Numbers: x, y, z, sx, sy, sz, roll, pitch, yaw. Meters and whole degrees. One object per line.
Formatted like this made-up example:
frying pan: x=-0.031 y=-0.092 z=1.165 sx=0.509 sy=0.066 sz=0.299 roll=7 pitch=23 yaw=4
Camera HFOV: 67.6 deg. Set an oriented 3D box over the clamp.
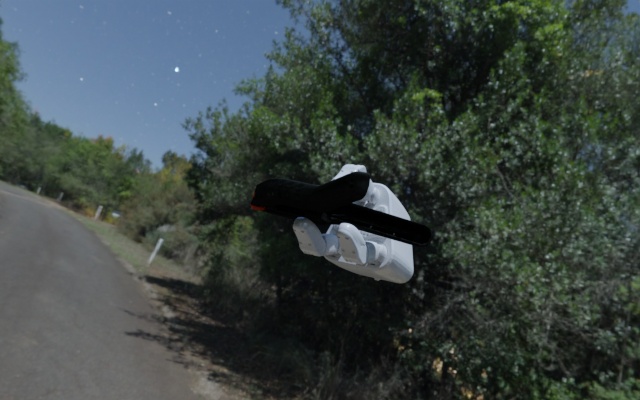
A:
clamp: x=0.000 y=0.001 z=0.513 sx=0.210 sy=0.036 sz=0.165 roll=9 pitch=-17 yaw=30
